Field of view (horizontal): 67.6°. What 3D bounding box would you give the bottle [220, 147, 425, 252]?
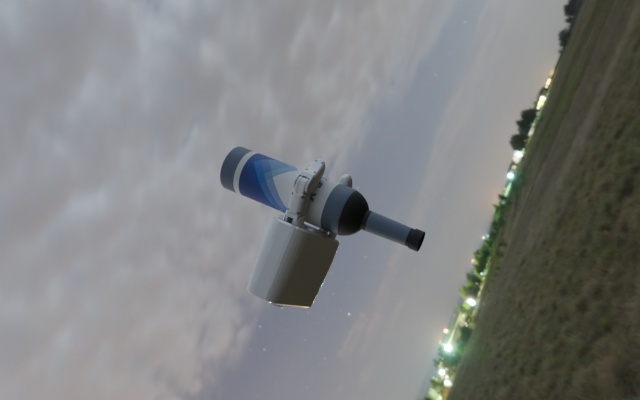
[{"bbox_3d":[0.000,0.002,0.658,0.295,0.069,0.069,22,8,20],"label":"bottle"}]
